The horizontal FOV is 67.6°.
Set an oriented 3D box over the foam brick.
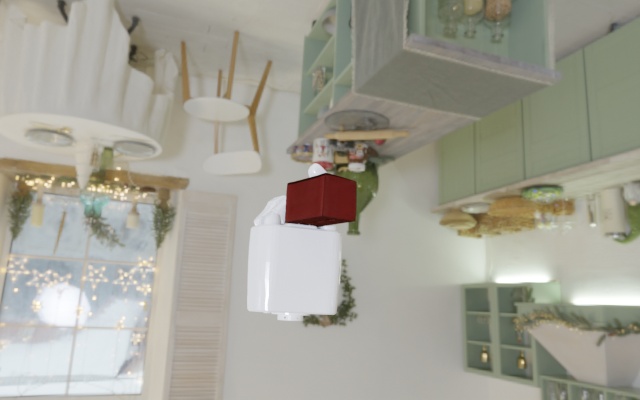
[{"bbox_3d":[0.000,0.002,0.584,0.053,0.051,0.078,12,-15,-37],"label":"foam brick"}]
